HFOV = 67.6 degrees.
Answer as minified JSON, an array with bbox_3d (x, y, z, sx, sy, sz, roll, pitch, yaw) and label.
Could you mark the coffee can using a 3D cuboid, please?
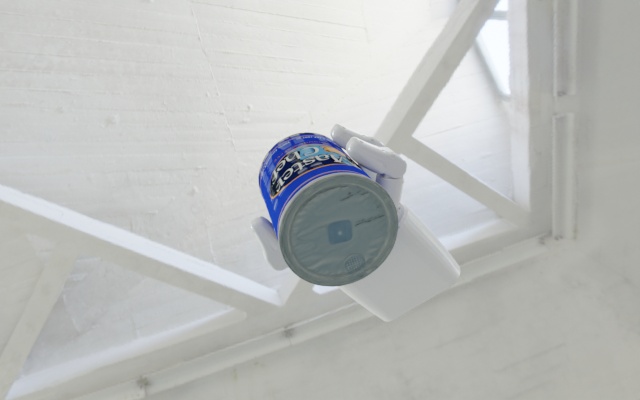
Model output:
[{"bbox_3d":[0.000,0.001,0.454,0.103,0.103,0.140,0,22,-15],"label":"coffee can"}]
